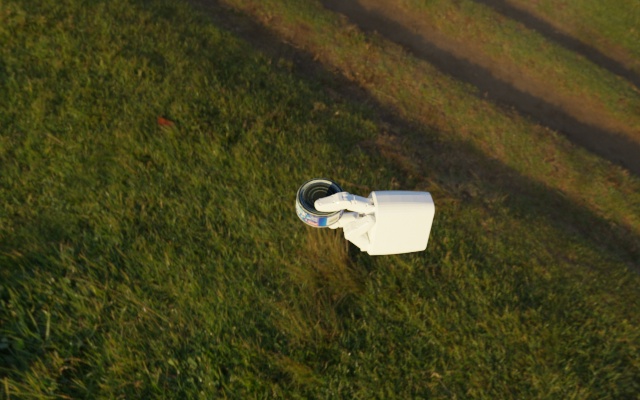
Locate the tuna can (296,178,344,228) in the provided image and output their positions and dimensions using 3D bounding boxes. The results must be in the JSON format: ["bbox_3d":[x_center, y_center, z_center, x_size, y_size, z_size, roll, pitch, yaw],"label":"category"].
[{"bbox_3d":[0.000,0.002,0.833,0.086,0.086,0.034,0,-36,-5],"label":"tuna can"}]
